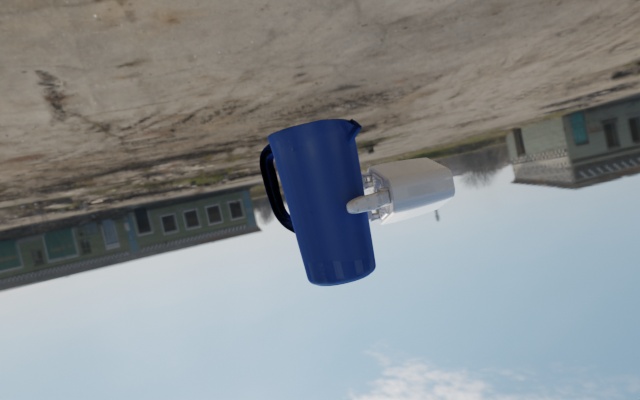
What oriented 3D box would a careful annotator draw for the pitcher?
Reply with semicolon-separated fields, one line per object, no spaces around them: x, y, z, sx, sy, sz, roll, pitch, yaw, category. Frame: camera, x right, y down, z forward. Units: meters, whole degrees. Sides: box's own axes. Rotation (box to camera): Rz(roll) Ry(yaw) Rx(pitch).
0.000;0.002;0.736;0.145;0.243;0.149;-13;2;-13;pitcher
